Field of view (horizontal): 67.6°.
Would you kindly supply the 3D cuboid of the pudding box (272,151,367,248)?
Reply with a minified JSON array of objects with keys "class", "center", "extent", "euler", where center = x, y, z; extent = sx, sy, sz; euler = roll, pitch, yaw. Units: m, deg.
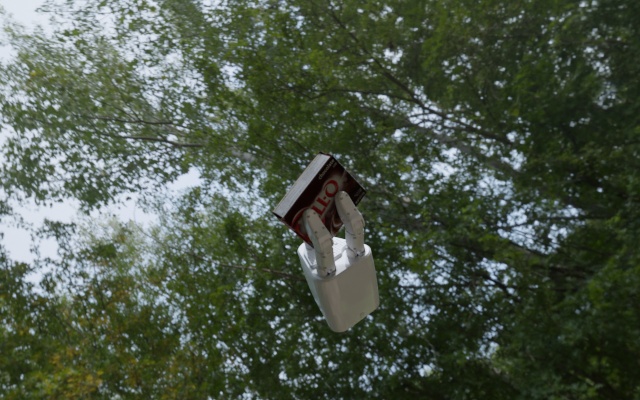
[{"class":"pudding box","center":[0.000,0.002,0.669],"extent":[0.090,0.113,0.039],"euler":[43,-12,-37]}]
